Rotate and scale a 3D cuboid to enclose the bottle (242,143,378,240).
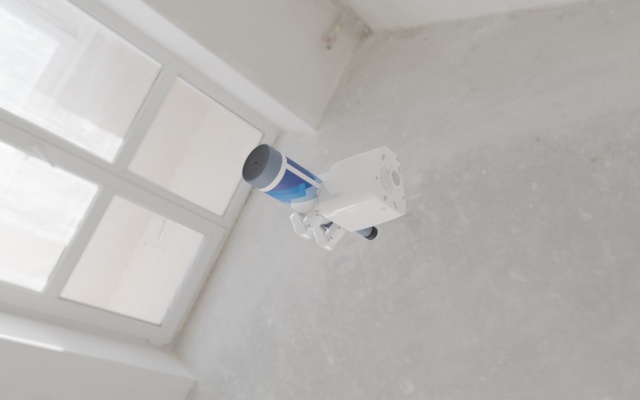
[{"bbox_3d":[0.000,0.003,0.814,0.069,0.069,0.296,0,-24,47],"label":"bottle"}]
